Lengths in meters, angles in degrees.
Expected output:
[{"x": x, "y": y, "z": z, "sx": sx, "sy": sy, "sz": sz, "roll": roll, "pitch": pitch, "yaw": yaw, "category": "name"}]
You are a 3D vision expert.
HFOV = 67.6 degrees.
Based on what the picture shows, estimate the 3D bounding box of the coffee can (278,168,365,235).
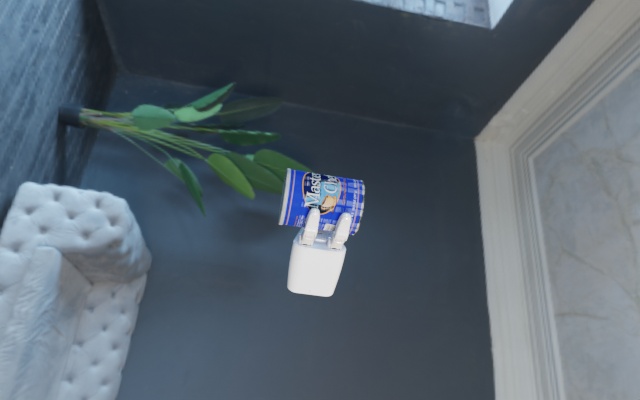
[{"x": 0.000, "y": 0.003, "z": 0.871, "sx": 0.140, "sy": 0.103, "sz": 0.103, "roll": 9, "pitch": -1, "yaw": -7, "category": "coffee can"}]
